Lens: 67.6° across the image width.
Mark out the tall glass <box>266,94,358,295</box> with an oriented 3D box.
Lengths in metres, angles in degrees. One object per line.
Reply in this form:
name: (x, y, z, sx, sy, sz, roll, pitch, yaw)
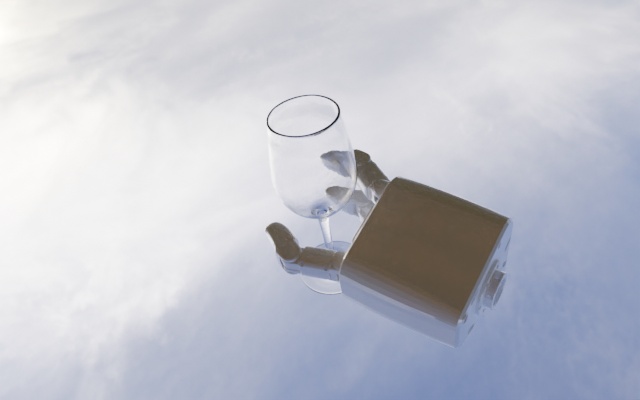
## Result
tall glass: (0.000, 0.002, 0.457, 0.079, 0.201, 0.079, -6, 43, 6)
